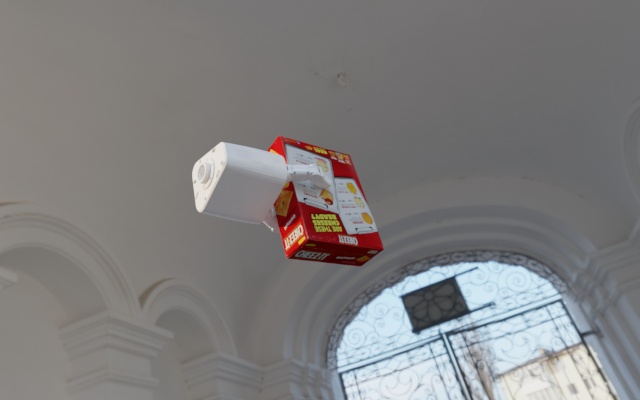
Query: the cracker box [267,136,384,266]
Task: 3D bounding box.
[{"bbox_3d":[0.000,0.002,0.828,0.164,0.213,0.072,11,-42,-36],"label":"cracker box"}]
